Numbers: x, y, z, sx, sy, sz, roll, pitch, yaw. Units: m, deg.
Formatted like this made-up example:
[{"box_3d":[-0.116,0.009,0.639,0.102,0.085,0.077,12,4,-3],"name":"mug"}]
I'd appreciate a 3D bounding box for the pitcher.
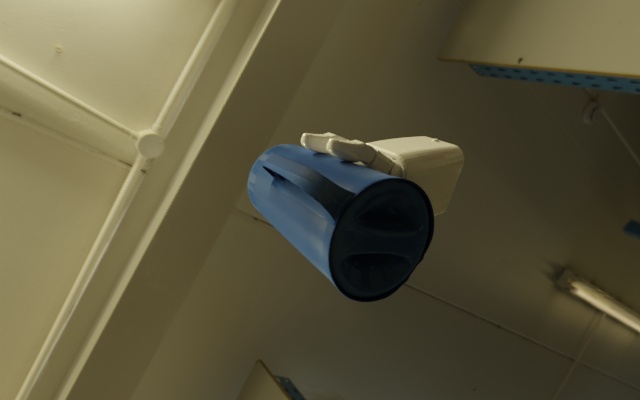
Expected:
[{"box_3d":[0.000,0.002,0.564,0.145,0.149,0.242,-14,25,-28],"name":"pitcher"}]
